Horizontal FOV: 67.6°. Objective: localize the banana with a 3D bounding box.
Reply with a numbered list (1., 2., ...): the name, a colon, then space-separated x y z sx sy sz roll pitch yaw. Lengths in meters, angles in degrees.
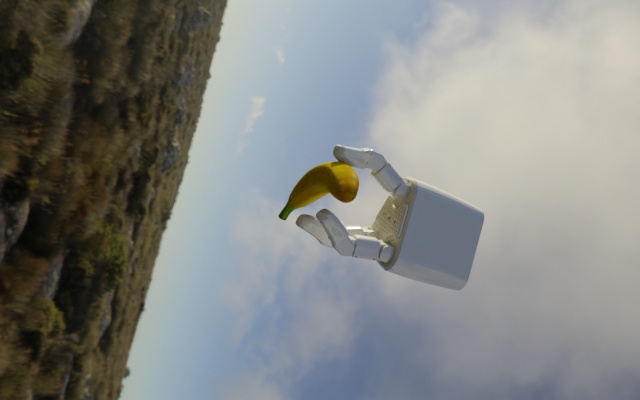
1. banana: 0.005 -0.015 0.568 0.037 0.069 0.198 24 -17 -17
